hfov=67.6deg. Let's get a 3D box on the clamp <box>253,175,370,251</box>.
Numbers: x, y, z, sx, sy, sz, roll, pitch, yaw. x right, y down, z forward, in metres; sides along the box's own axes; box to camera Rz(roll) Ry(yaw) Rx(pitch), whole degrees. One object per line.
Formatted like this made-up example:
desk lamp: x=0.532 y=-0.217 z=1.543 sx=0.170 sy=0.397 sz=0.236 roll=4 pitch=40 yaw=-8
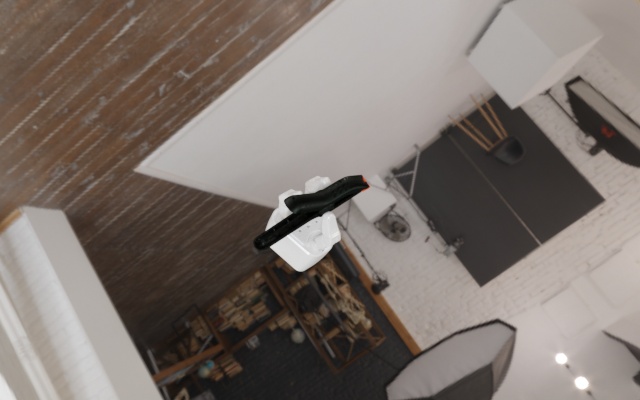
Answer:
clamp: x=0.001 y=0.003 z=0.746 sx=0.210 sy=0.036 sz=0.165 roll=-28 pitch=-11 yaw=-27
